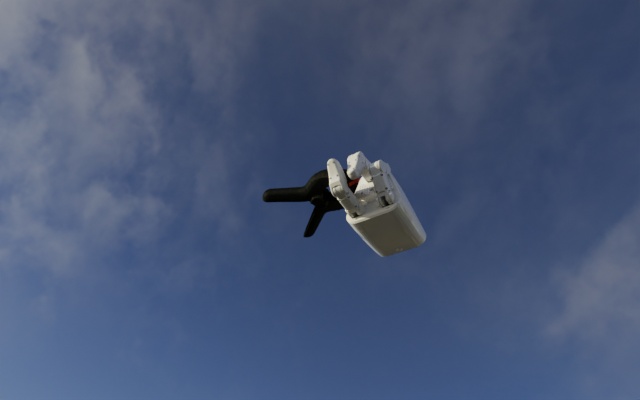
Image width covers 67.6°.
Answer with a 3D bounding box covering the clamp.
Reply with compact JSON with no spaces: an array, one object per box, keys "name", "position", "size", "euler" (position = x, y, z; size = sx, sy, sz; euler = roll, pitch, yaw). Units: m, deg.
[{"name":"clamp","position":[0.000,0.002,0.807],"size":[0.171,0.039,0.120],"euler":[-19,-48,28]}]
